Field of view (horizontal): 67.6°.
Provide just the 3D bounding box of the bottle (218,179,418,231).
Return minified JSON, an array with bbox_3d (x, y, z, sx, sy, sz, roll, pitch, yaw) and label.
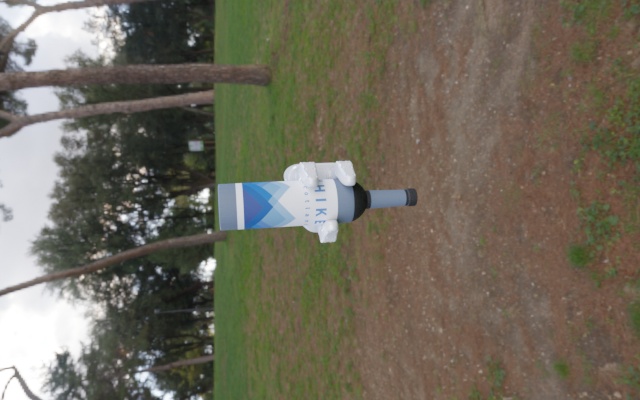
[{"bbox_3d":[0.000,0.002,0.708,0.296,0.069,0.069,-3,0,-10],"label":"bottle"}]
